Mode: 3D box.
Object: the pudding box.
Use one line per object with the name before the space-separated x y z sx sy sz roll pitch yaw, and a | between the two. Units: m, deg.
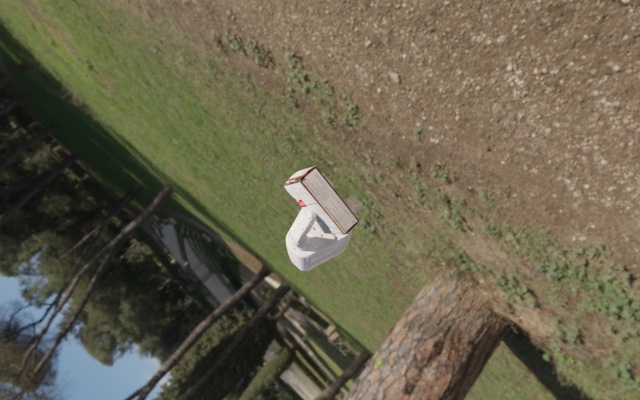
pudding box | 0.000 0.003 0.754 0.039 0.113 0.090 -44 12 -17
